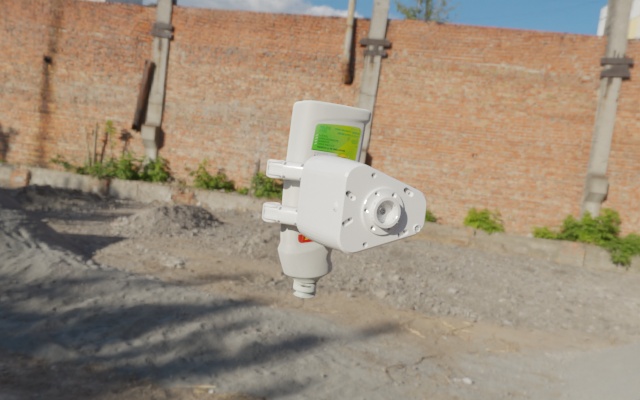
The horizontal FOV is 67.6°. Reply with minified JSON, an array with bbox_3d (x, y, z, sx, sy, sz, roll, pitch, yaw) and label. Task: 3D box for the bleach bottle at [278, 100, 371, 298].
[{"bbox_3d":[0.000,0.002,0.627,0.102,0.251,0.068,4,6,-26],"label":"bleach bottle"}]
